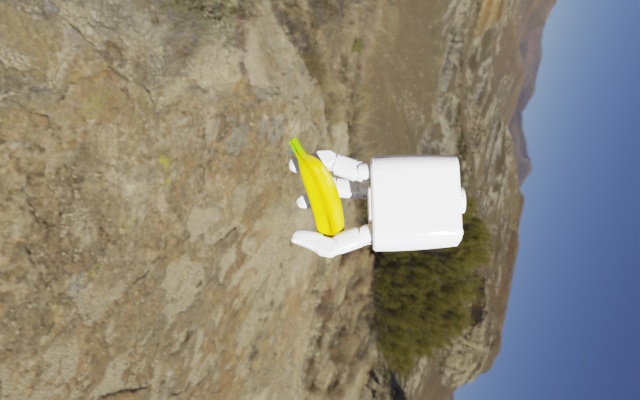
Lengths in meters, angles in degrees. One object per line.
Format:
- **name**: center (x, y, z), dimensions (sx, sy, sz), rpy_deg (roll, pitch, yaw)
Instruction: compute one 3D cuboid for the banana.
- **banana**: center (0.005, 0.012, 0.598), dimensions (0.037, 0.198, 0.069), rpy_deg (-20, 45, -6)
